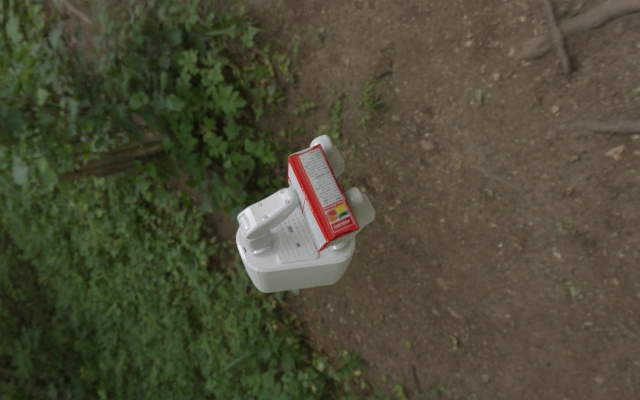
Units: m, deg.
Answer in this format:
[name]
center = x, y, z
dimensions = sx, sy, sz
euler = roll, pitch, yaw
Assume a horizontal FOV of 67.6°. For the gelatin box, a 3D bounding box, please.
[gelatin box]
center = 0.000, 0.001, 0.400
dimensions = 0.030, 0.073, 0.089
euler = -23, -8, -8
